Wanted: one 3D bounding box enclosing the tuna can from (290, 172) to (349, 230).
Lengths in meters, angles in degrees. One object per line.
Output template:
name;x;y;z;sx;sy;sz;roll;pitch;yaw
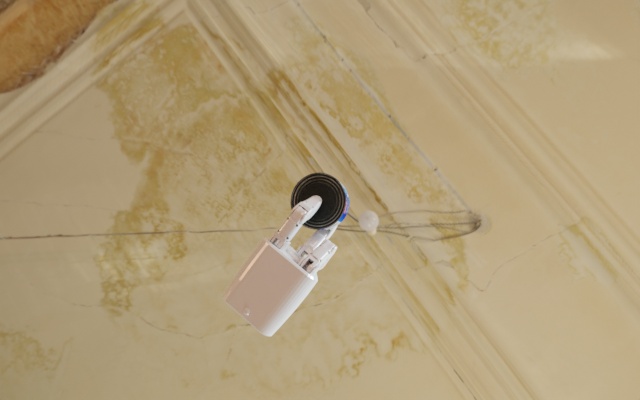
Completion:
tuna can;0.000;0.002;0.725;0.086;0.086;0.034;0;-6;15
